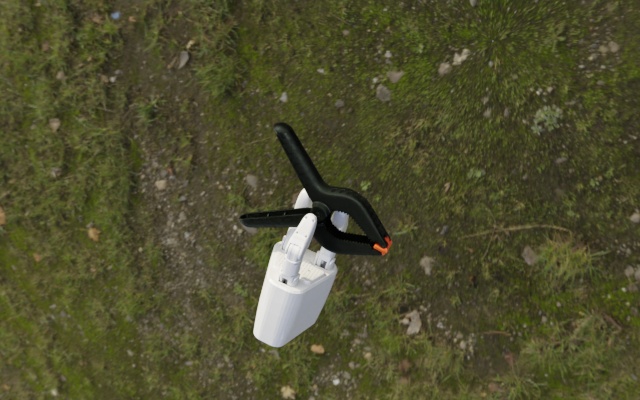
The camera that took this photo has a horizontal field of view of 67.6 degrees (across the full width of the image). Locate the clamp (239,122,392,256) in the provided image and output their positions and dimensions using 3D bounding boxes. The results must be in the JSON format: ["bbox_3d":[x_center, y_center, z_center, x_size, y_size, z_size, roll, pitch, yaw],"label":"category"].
[{"bbox_3d":[0.000,0.003,0.623,0.210,0.165,0.036,24,30,11],"label":"clamp"}]
